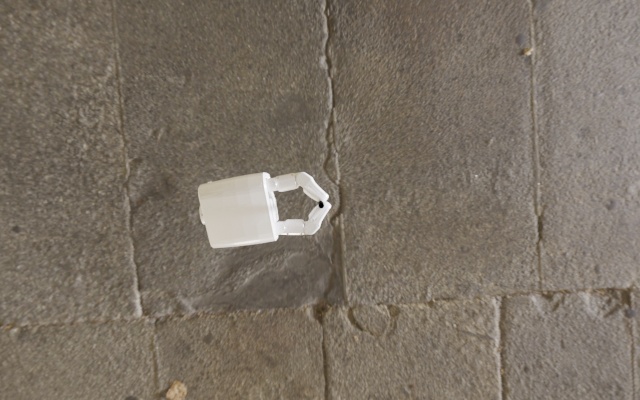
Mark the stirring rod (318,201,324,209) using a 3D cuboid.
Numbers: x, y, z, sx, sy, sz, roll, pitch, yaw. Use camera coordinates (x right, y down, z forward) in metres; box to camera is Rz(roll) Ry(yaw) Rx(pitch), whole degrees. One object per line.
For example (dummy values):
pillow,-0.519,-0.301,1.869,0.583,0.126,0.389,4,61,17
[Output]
stirring rod,0.000,0.003,0.782,0.011,0.011,0.239,0,2,-1
